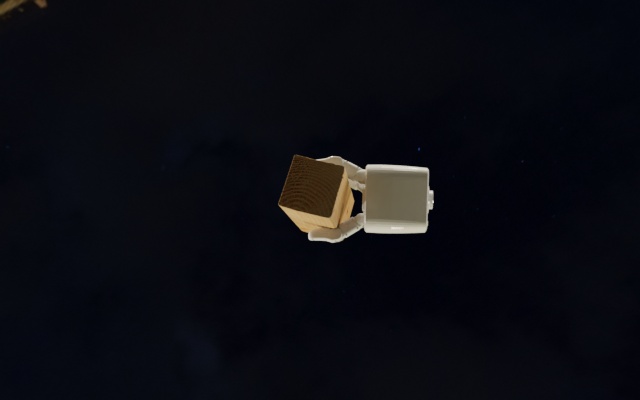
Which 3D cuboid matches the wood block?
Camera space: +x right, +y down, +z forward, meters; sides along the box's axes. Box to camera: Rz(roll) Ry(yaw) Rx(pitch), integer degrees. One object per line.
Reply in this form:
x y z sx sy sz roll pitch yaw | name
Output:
0.000 0.003 0.856 0.090 0.091 0.206 14 -13 12 | wood block
